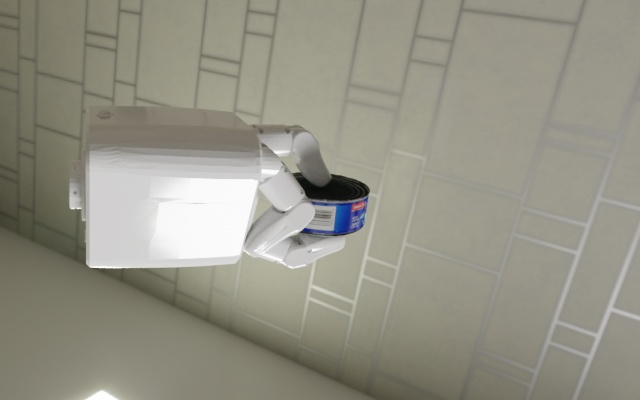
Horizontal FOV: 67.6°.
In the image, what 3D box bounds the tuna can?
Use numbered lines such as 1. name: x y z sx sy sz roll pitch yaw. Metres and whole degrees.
1. tuna can: 0.000 0.002 0.430 0.086 0.034 0.086 5 18 -2
